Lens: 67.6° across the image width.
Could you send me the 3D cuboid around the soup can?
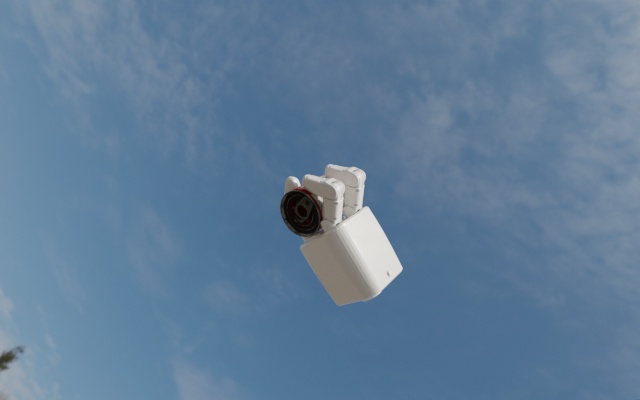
[{"bbox_3d":[0.000,0.002,0.691,0.068,0.068,0.102,0,19,37],"label":"soup can"}]
